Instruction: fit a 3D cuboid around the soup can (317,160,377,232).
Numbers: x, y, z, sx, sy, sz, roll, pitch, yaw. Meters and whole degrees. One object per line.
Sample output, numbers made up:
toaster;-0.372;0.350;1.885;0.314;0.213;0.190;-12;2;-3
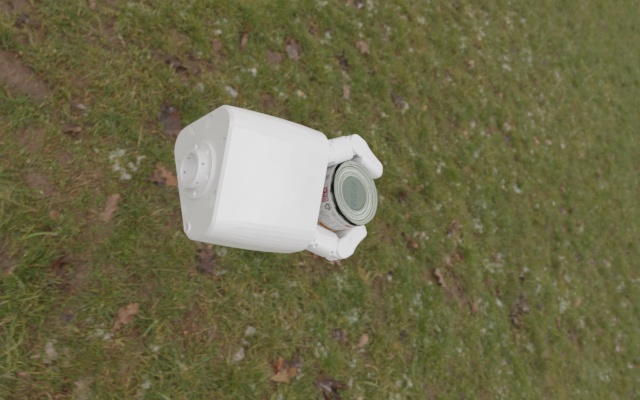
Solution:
soup can;0.001;0.002;0.503;0.068;0.068;0.102;0;-11;-45
